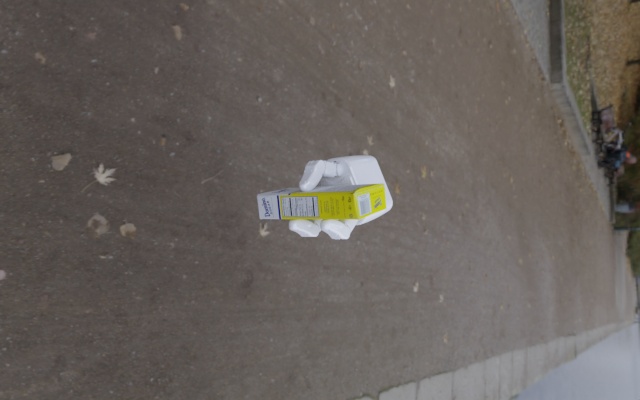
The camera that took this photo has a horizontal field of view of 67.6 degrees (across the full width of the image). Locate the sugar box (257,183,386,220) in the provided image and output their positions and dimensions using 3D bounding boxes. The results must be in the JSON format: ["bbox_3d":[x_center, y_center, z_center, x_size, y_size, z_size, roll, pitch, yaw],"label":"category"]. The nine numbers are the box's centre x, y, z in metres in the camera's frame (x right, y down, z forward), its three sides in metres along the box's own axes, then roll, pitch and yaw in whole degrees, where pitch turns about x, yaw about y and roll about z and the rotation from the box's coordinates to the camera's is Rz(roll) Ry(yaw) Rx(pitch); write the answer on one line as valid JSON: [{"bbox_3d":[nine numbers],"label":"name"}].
[{"bbox_3d":[0.000,0.003,0.725,0.176,0.048,0.093,-4,6,34],"label":"sugar box"}]
